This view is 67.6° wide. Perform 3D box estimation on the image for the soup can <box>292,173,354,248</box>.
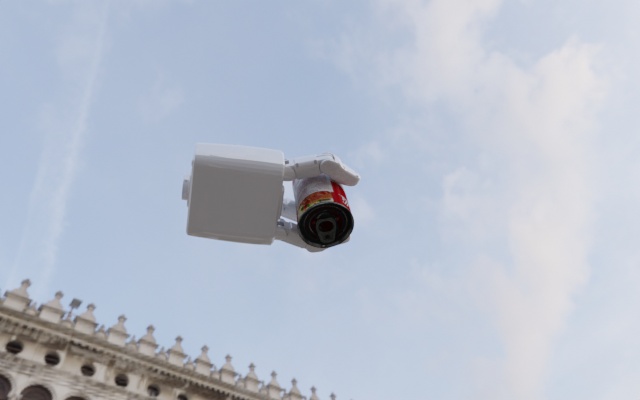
[{"bbox_3d":[0.001,0.002,0.603,0.068,0.068,0.102,0,34,-9],"label":"soup can"}]
